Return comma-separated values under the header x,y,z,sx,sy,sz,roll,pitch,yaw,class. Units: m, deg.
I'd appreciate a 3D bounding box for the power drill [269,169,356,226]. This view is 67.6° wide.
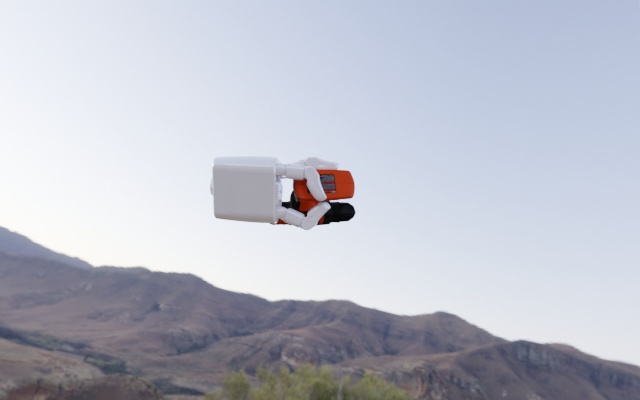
x,y,z,sx,sy,sz,roll,pitch,yaw,class
0.000,0.003,0.894,0.184,0.057,0.188,-3,-20,-17,power drill
